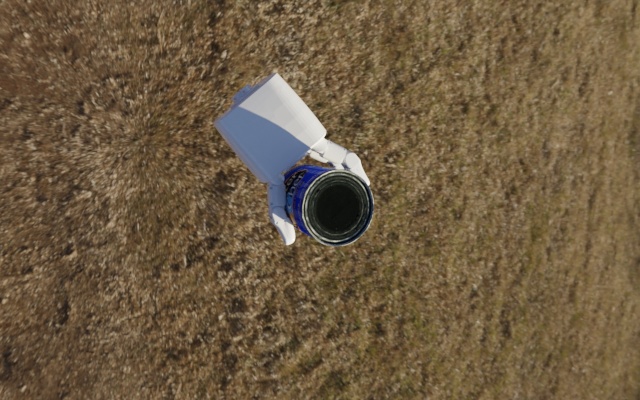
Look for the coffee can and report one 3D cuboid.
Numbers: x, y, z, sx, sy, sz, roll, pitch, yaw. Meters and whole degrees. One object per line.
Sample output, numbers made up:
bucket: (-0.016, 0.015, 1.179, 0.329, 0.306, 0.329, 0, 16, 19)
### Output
coffee can: (0.000, 0.002, 0.686, 0.103, 0.103, 0.140, 0, 7, -20)
